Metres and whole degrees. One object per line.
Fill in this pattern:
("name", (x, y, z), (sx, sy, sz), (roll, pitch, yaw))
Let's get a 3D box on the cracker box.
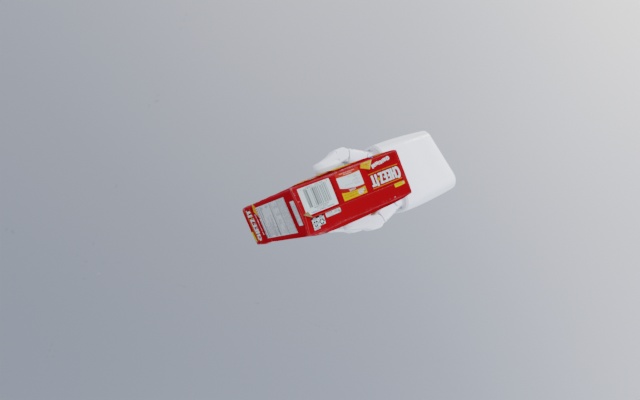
("cracker box", (0.000, 0.002, 0.686), (0.164, 0.072, 0.214), (-22, 2, -26))
